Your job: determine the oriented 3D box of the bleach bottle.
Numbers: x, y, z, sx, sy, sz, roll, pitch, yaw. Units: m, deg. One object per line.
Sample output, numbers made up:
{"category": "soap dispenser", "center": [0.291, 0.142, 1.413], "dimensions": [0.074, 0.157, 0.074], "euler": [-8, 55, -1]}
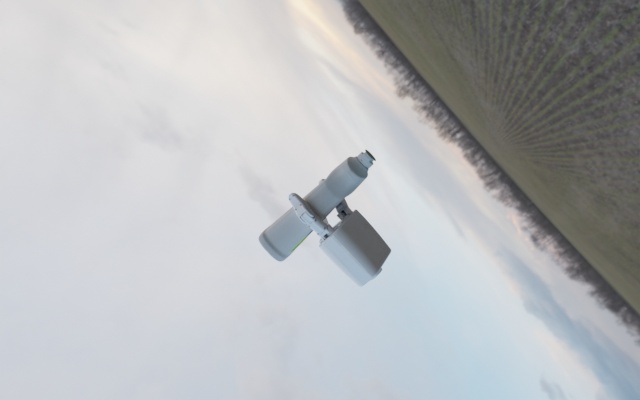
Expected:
{"category": "bleach bottle", "center": [0.000, 0.003, 0.876], "dimensions": [0.251, 0.068, 0.102], "euler": [-43, 0, 18]}
